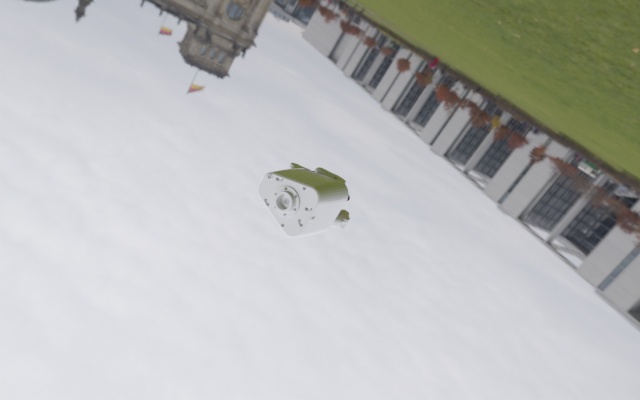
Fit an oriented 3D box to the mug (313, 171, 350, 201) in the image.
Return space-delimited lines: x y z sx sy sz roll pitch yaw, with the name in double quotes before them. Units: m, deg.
"mug" 0.001 0.003 0.901 0.093 0.081 0.117 40 20 20
